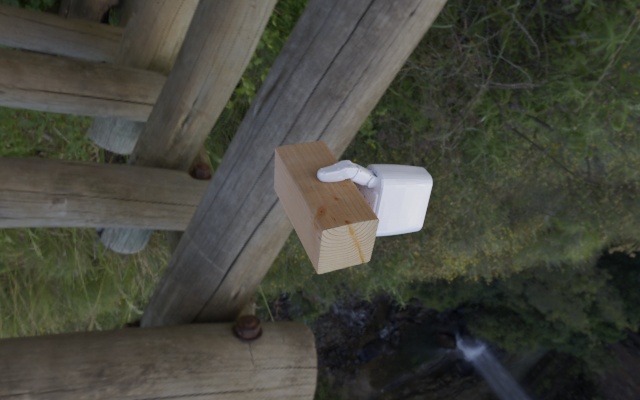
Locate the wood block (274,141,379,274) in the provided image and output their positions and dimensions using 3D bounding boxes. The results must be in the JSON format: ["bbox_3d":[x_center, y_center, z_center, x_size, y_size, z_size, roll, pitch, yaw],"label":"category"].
[{"bbox_3d":[0.001,0.002,0.751,0.090,0.091,0.206,-11,43,-20],"label":"wood block"}]
